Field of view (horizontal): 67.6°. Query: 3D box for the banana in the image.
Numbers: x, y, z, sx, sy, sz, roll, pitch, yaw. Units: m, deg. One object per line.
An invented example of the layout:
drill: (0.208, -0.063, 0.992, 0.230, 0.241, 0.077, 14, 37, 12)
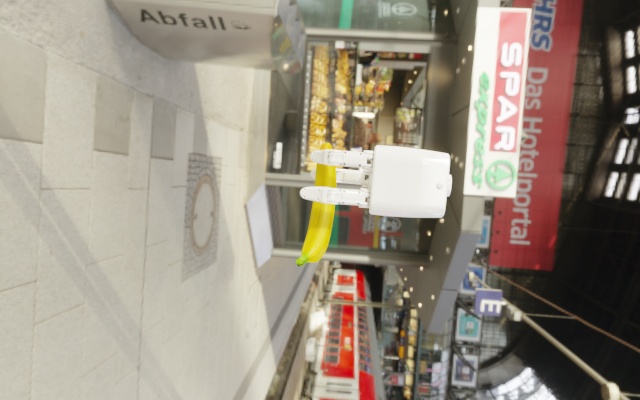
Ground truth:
banana: (0.002, 0.012, 0.730, 0.037, 0.197, 0.070, 7, -20, 9)
